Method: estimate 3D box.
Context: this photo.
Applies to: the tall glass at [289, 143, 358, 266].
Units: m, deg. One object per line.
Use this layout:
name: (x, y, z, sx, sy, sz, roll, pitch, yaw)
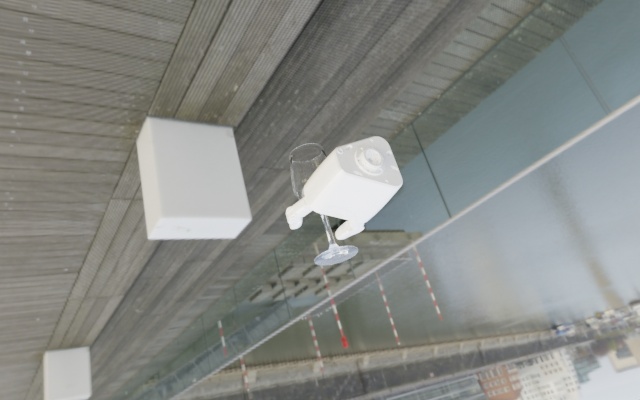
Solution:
tall glass: (0.000, 0.003, 0.806, 0.079, 0.201, 0.079, -14, -25, -6)
